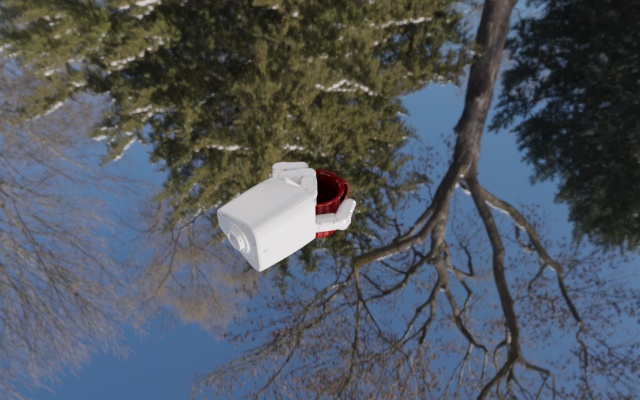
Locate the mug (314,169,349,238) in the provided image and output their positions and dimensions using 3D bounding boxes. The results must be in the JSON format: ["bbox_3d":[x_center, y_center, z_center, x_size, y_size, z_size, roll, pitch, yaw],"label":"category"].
[{"bbox_3d":[0.001,0.002,0.799,0.117,0.082,0.093,-30,49,-30],"label":"mug"}]
